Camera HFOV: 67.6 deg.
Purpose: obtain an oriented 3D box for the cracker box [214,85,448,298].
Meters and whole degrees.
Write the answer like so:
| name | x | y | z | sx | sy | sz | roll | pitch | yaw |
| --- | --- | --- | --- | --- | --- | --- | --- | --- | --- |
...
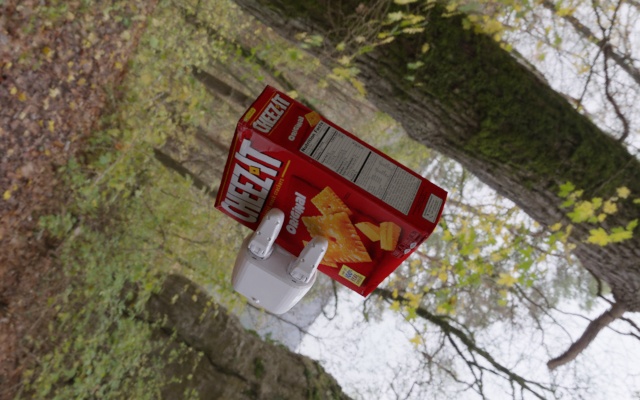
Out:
| name | x | y | z | sx | sy | sz | roll | pitch | yaw |
| --- | --- | --- | --- | --- | --- | --- | --- | --- | --- |
| cracker box | 0.000 | 0.002 | 0.519 | 0.214 | 0.072 | 0.164 | 30 | -37 | -1 |
